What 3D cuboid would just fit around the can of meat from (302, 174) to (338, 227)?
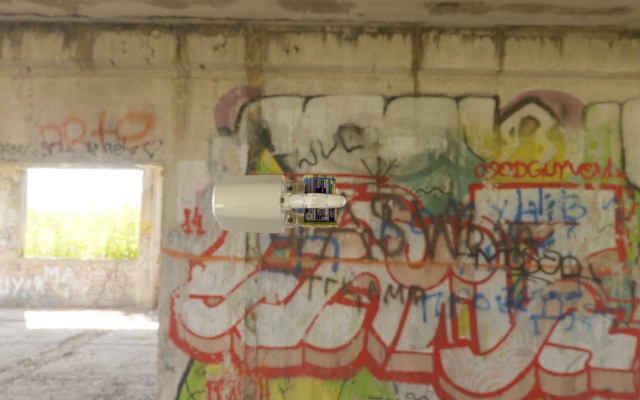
[{"bbox_3d":[0.000,0.002,0.797,0.057,0.084,0.102,0,-3,3],"label":"can of meat"}]
